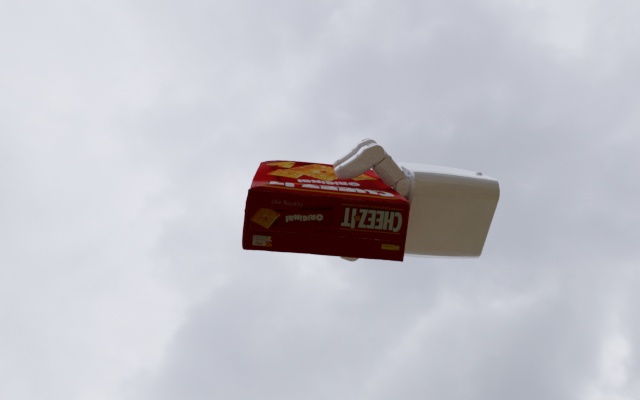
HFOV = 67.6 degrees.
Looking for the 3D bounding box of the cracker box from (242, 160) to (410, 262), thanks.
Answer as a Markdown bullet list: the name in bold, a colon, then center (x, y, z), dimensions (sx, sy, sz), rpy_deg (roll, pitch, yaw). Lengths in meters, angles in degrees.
- **cracker box**: center (0.000, 0.002, 0.569), dimensions (0.164, 0.072, 0.213), rpy_deg (4, 11, -5)
